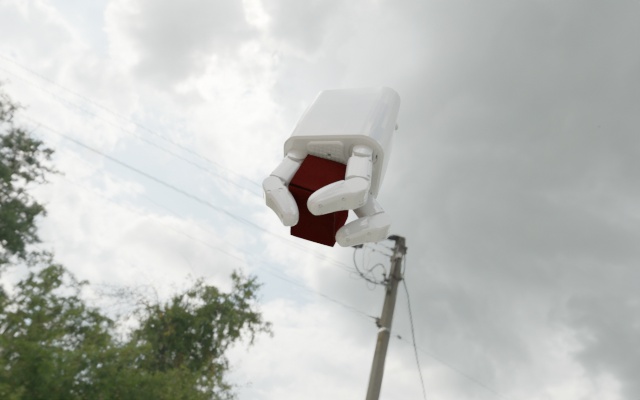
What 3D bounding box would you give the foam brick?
[{"bbox_3d":[0.000,0.002,0.504,0.053,0.078,0.051,17,48,13],"label":"foam brick"}]
